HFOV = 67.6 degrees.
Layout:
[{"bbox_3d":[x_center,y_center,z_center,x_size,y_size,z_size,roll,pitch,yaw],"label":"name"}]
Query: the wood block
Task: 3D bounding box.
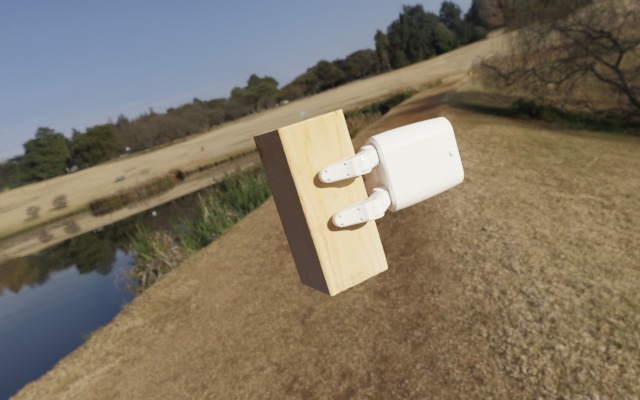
[{"bbox_3d":[0.000,0.002,0.603,0.090,0.206,0.091,-22,11,-24],"label":"wood block"}]
